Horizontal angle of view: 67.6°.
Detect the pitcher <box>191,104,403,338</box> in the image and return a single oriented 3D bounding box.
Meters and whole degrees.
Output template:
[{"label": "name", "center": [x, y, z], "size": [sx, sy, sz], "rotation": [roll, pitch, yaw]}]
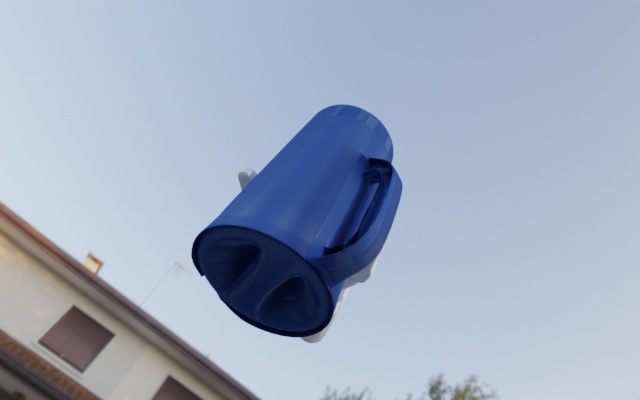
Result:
[{"label": "pitcher", "center": [0.000, 0.002, 0.476], "size": [0.149, 0.145, 0.242], "rotation": [23, 45, 9]}]
